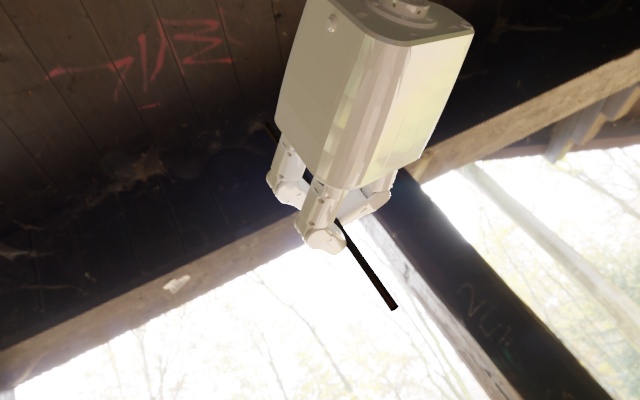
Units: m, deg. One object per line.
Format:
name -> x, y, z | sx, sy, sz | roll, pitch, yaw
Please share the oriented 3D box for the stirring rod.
stirring rod -> 0.000, 0.001, 0.428 | 0.011, 0.011, 0.239 | 0, 42, -38
